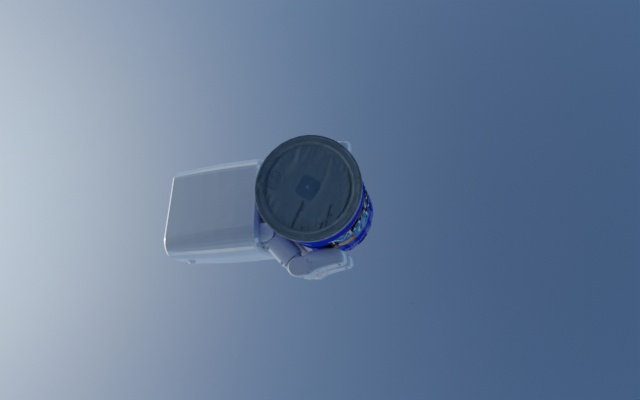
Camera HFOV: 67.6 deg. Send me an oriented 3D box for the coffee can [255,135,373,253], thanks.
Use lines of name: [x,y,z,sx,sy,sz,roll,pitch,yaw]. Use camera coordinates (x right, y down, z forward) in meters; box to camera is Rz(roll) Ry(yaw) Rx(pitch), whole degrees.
coffee can: [0.000,0.002,0.509,0.103,0.102,0.140,0,-12,11]
